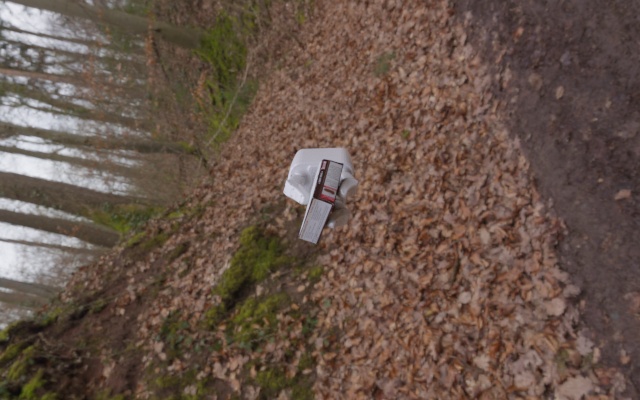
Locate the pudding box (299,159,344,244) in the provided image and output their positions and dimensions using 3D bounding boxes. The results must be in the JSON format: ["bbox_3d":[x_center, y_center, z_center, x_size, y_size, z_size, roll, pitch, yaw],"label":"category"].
[{"bbox_3d":[0.000,0.002,0.770,0.039,0.090,0.114,15,-40,-2],"label":"pudding box"}]
